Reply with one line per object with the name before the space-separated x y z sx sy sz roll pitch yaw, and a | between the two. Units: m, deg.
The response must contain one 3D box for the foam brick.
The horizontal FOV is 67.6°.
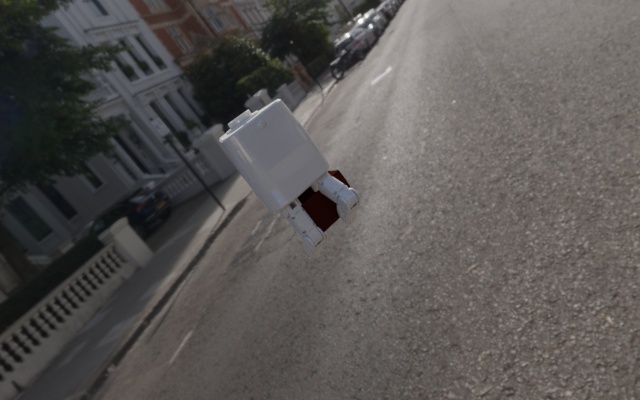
foam brick | 0.000 0.002 0.636 0.078 0.051 0.053 -42 19 -23
